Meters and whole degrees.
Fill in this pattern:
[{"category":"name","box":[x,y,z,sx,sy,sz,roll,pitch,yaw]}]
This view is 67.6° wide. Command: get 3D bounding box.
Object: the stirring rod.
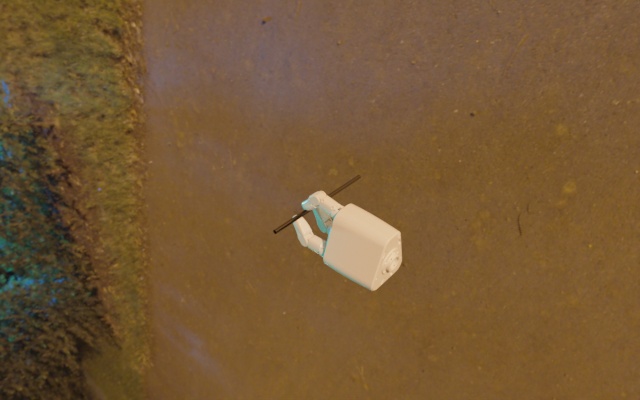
[{"category":"stirring rod","box":[0.000,0.003,0.900,0.011,0.011,0.239,0,25,47]}]
